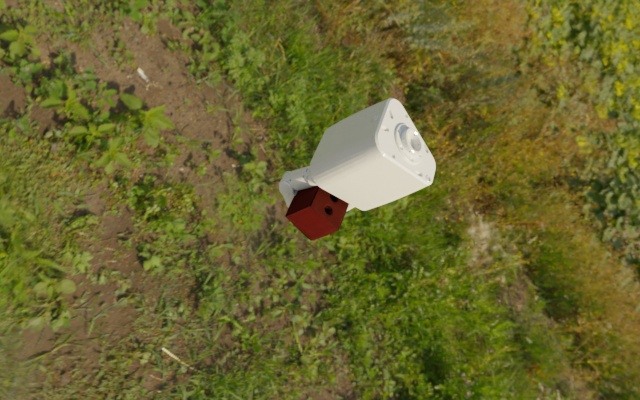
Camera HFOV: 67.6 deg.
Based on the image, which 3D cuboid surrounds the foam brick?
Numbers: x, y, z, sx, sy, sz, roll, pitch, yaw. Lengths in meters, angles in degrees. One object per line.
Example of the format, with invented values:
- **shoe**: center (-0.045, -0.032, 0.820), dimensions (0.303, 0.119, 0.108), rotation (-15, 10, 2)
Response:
- **foam brick**: center (0.000, 0.002, 0.617), dimensions (0.051, 0.078, 0.053), rotation (-21, -55, 43)
